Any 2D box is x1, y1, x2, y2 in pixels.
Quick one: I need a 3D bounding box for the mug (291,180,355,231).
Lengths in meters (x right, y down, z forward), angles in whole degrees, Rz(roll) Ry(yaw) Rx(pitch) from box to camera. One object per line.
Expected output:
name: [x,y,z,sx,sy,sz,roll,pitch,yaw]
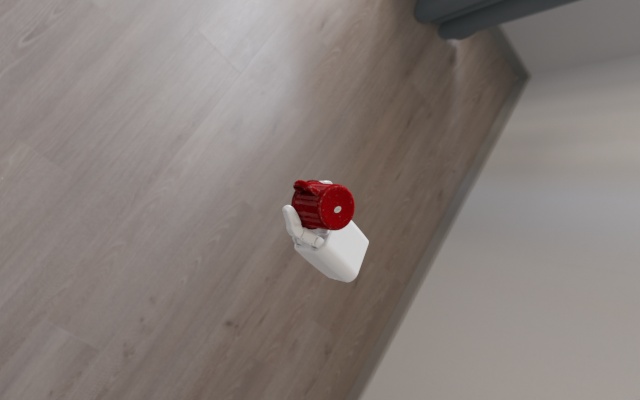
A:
mug: [-0.001,0.002,0.850,0.117,0.093,0.081,46,-22,-28]
